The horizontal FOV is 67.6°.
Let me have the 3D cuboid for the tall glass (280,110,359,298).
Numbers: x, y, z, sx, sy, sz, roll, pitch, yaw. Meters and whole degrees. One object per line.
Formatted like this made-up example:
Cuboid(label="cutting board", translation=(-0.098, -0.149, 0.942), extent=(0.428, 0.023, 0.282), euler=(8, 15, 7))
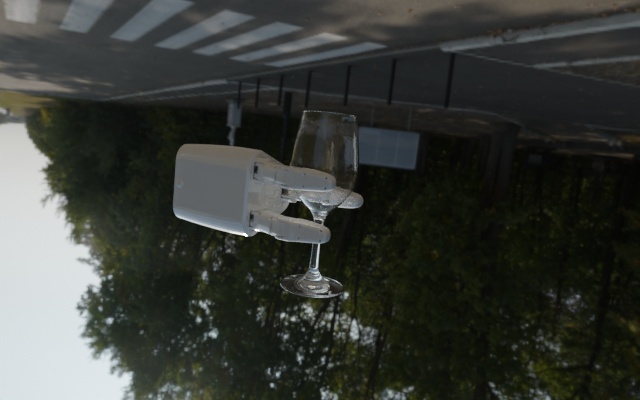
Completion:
Cuboid(label="tall glass", translation=(0.000, 0.002, 0.542), extent=(0.079, 0.201, 0.079), euler=(6, 8, -1))
